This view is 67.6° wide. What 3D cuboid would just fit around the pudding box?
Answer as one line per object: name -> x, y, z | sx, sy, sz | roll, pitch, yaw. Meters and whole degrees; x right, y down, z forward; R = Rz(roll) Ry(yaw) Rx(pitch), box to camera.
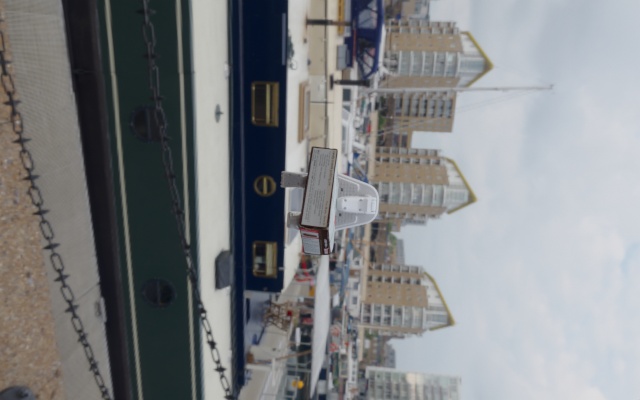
pudding box -> 0.000, 0.002, 0.605 | 0.039, 0.113, 0.090 | 3, -27, 5
